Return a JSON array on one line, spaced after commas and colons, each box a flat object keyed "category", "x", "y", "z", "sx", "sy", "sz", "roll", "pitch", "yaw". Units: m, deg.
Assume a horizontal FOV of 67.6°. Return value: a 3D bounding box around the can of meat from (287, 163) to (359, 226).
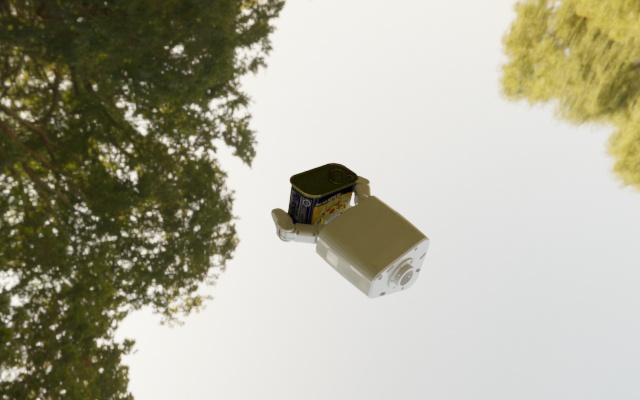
[{"category": "can of meat", "x": 0.000, "y": 0.003, "z": 0.689, "sx": 0.102, "sy": 0.084, "sz": 0.057, "roll": -22, "pitch": 45, "yaw": -38}]
